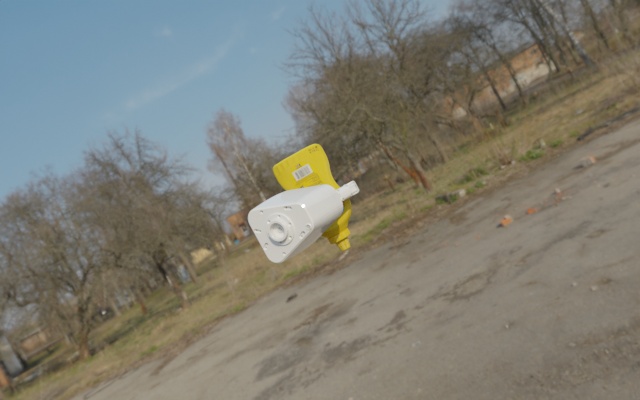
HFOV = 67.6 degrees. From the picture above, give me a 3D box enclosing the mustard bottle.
[{"bbox_3d":[0.000,0.002,0.849,0.096,0.191,0.058,-28,1,6],"label":"mustard bottle"}]
